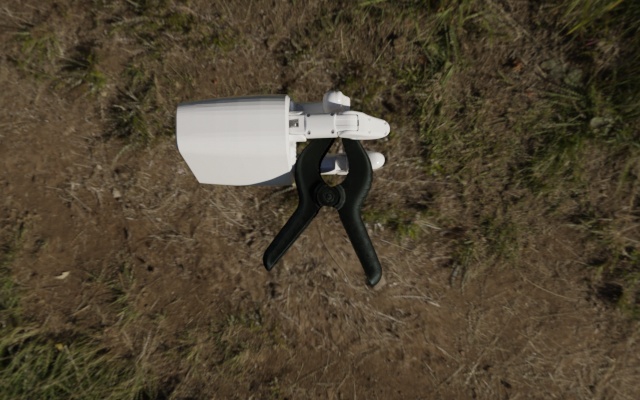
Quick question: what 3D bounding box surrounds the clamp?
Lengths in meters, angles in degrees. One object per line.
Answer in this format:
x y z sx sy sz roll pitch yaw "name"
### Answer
0.000 0.001 0.482 0.120 0.171 0.039 -1 -2 -1 "clamp"
